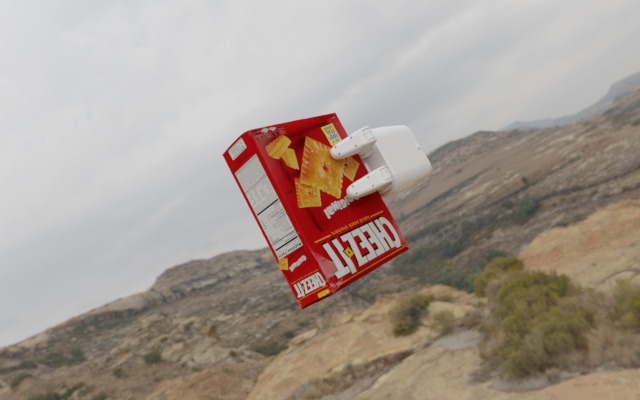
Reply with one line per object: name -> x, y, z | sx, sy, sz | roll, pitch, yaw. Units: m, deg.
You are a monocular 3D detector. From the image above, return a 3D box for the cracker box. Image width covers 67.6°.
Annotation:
cracker box -> 0.000, 0.002, 0.604 | 0.164, 0.213, 0.072 | -20, -11, -46
